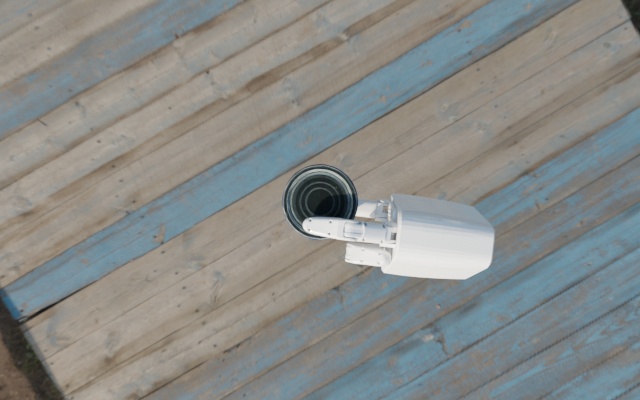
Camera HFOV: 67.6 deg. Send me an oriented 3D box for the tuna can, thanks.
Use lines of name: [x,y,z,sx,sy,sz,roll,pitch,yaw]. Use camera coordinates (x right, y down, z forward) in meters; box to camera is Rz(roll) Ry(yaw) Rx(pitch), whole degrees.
tuna can: [0.000,0.002,0.540,0.086,0.086,0.034,0,1,3]
